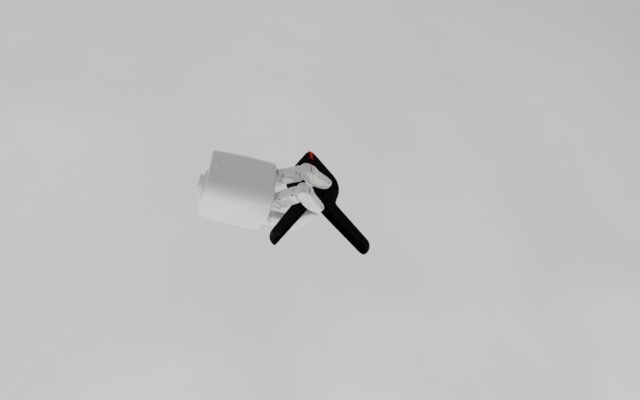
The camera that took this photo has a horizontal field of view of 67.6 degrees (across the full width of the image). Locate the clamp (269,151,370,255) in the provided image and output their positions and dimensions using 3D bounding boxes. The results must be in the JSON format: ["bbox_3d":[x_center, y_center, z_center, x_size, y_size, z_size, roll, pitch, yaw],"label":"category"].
[{"bbox_3d":[0.000,0.003,0.802,0.164,0.209,0.036,14,-44,-16],"label":"clamp"}]
